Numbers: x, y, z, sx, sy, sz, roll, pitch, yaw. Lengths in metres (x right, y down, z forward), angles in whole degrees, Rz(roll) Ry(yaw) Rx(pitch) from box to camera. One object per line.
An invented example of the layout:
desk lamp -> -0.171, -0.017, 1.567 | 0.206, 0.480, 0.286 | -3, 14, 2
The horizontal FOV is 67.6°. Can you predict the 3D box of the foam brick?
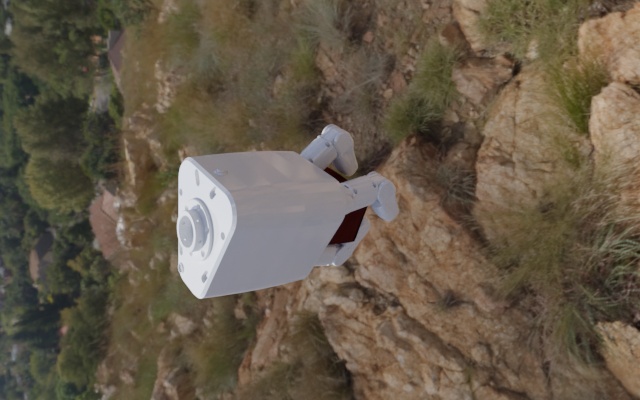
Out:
foam brick -> 0.000, 0.001, 0.471 | 0.051, 0.053, 0.078 | -2, 28, -42
